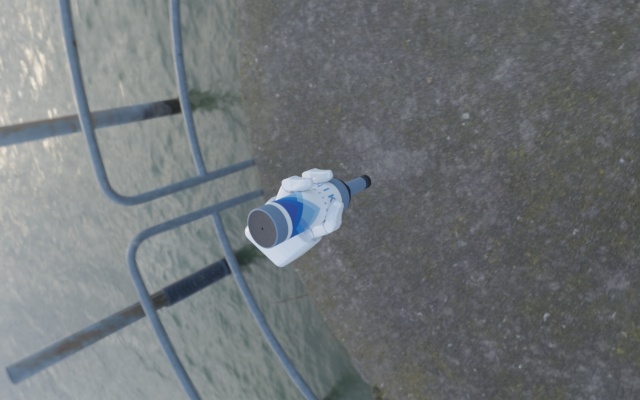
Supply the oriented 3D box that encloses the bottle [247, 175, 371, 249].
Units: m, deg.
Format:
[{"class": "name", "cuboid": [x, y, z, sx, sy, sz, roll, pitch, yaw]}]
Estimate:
[{"class": "bottle", "cuboid": [0.000, 0.003, 0.848, 0.069, 0.069, 0.295, 0, 16, 40]}]
